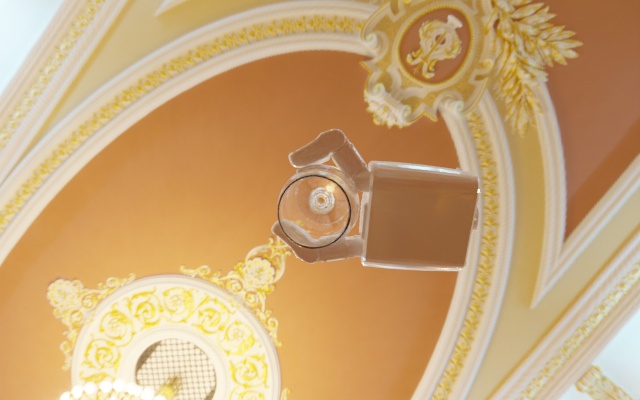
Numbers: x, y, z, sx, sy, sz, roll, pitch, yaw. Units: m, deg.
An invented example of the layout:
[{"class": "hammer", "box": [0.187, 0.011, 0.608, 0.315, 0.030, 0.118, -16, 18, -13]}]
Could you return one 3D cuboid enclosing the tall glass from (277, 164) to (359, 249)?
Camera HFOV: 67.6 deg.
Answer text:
[{"class": "tall glass", "box": [0.000, 0.002, 0.491, 0.079, 0.079, 0.201, 0, 5, 3]}]
